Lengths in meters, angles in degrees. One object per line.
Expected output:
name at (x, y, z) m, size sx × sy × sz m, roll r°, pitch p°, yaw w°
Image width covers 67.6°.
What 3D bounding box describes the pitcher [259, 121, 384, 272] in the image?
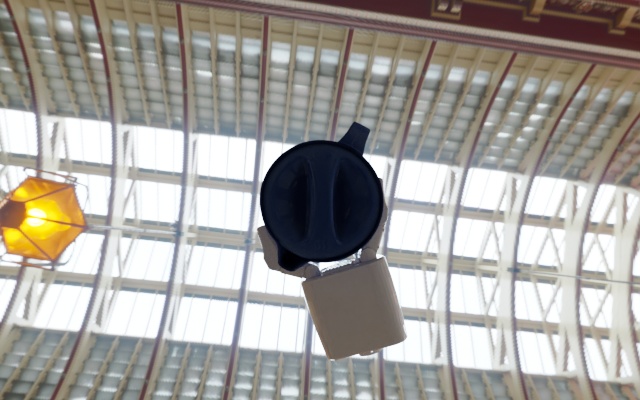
pitcher at (0.000, 0.002, 0.623) m, size 0.149 × 0.145 × 0.243 m, roll -18°, pitch -4°, yaw -5°
